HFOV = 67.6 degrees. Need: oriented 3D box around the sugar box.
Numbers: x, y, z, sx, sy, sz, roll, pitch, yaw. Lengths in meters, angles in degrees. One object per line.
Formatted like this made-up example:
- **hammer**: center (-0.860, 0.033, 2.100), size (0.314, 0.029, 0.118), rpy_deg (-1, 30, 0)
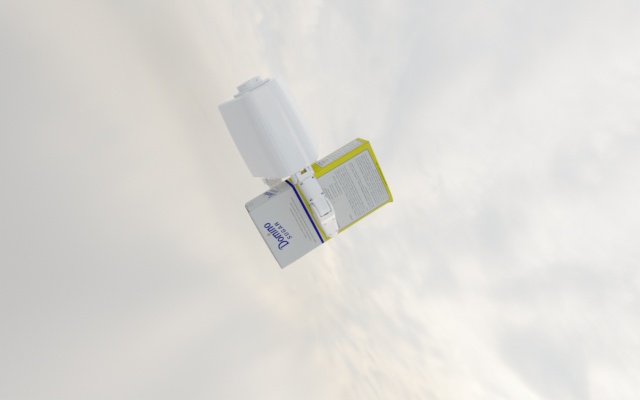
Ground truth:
- **sugar box**: center (0.000, 0.002, 0.620), size (0.176, 0.093, 0.048), rpy_deg (-29, 22, -7)
